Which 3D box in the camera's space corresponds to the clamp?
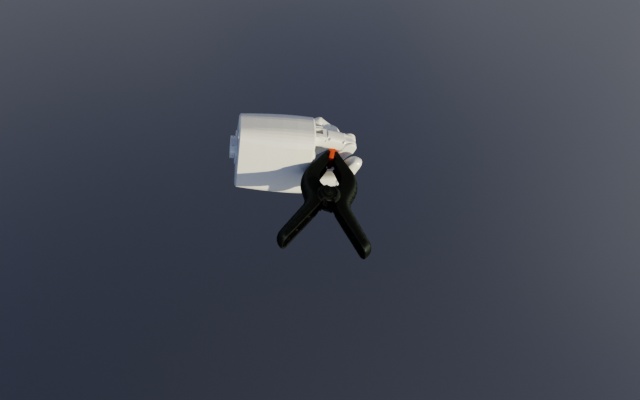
[{"bbox_3d":[0.000,0.002,0.645,0.120,0.171,0.039,4,-38,-13],"label":"clamp"}]
